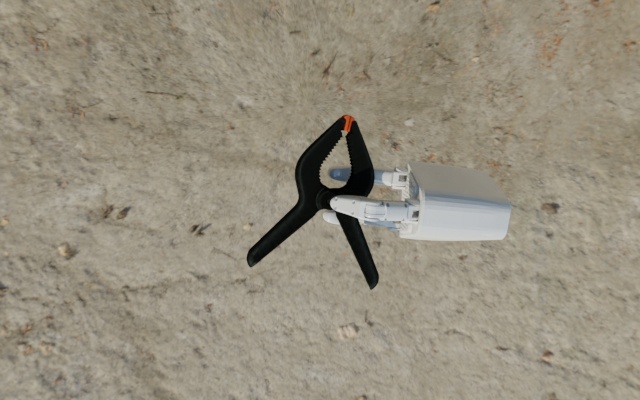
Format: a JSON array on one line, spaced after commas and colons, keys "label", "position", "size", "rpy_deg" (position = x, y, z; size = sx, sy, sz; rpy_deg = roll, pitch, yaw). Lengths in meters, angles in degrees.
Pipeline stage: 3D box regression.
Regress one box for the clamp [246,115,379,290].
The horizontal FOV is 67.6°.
[{"label": "clamp", "position": [0.000, 0.002, 0.568], "size": [0.164, 0.210, 0.036], "rpy_deg": [5, 11, -7]}]
